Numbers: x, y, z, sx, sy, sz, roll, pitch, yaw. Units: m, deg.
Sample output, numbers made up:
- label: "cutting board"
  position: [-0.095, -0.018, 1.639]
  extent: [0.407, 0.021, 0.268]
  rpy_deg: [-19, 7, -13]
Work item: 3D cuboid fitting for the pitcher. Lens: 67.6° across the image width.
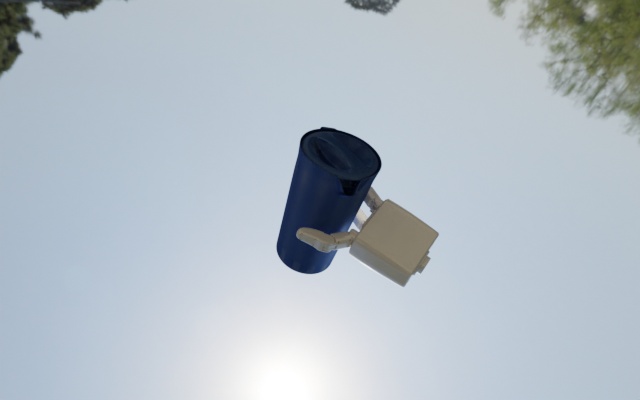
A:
- label: "pitcher"
  position: [0.000, 0.003, 0.818]
  extent: [0.145, 0.243, 0.149]
  rpy_deg: [33, 39, 16]
